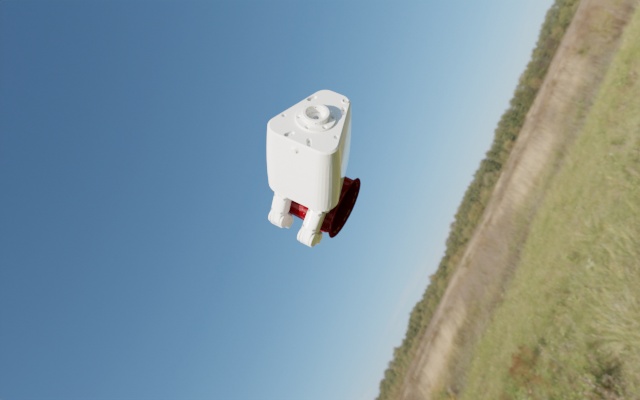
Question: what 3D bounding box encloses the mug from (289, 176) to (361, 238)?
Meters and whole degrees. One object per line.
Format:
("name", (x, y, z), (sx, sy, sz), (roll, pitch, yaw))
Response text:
("mug", (0.000, 0.003, 0.694), (0.081, 0.093, 0.117), (25, -35, 16))
